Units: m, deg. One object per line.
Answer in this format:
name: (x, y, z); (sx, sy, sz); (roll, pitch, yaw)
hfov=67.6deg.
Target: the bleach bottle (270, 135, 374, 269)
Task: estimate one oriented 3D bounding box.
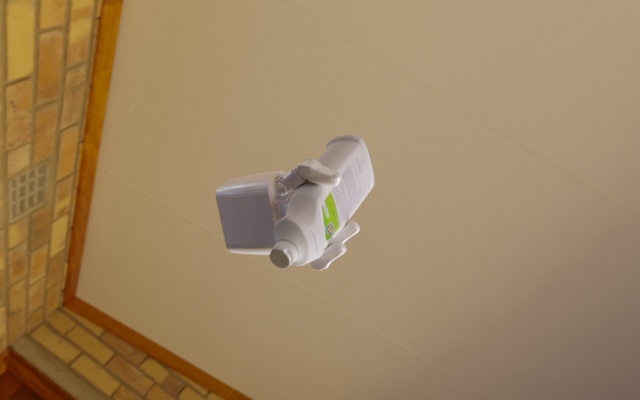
bleach bottle: (0.000, 0.002, 0.666); (0.068, 0.103, 0.250); (-5, 27, 30)
